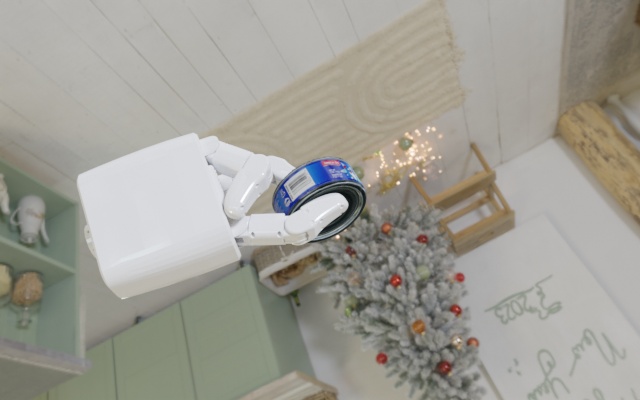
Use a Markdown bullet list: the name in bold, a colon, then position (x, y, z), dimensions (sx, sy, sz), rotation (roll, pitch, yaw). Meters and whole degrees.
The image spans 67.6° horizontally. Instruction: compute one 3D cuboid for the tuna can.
- **tuna can**: position (0.000, 0.002, 0.450), dimensions (0.086, 0.033, 0.086), rotation (-19, -36, -15)
